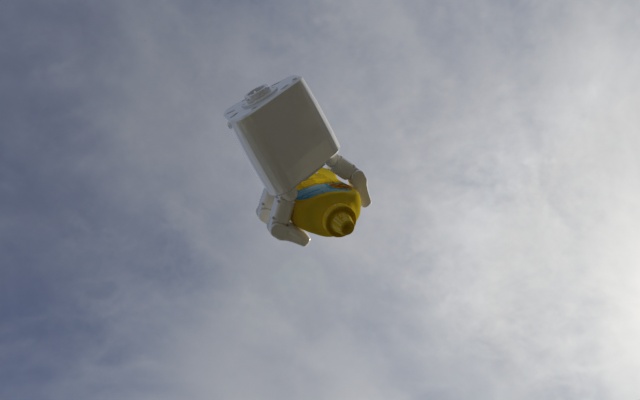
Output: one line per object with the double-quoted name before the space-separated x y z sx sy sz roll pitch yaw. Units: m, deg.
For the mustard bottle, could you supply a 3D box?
"mustard bottle" 0.000 0.002 0.636 0.096 0.058 0.191 -9 21 -17
